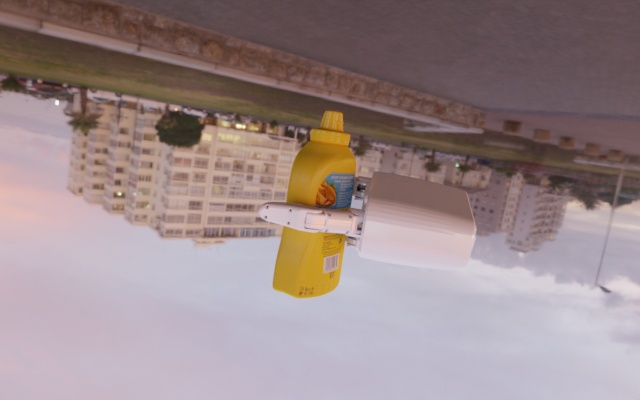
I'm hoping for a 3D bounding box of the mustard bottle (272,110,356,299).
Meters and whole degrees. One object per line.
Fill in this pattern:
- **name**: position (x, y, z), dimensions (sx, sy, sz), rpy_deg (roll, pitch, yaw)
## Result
- **mustard bottle**: position (0.000, 0.002, 0.507), dimensions (0.058, 0.191, 0.096), rpy_deg (14, 9, 30)
